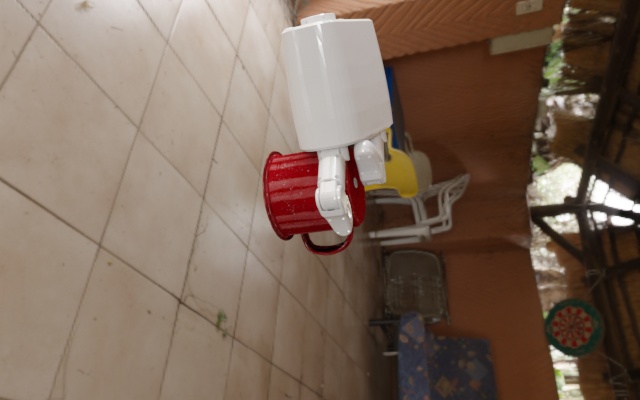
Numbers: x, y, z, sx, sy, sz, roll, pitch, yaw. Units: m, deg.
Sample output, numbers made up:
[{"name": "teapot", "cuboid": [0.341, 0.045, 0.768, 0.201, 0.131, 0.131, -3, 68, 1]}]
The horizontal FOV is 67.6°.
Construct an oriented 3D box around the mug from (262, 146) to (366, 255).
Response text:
[{"name": "mug", "cuboid": [0.001, 0.003, 0.483, 0.081, 0.117, 0.093, -8, 16, 16]}]
